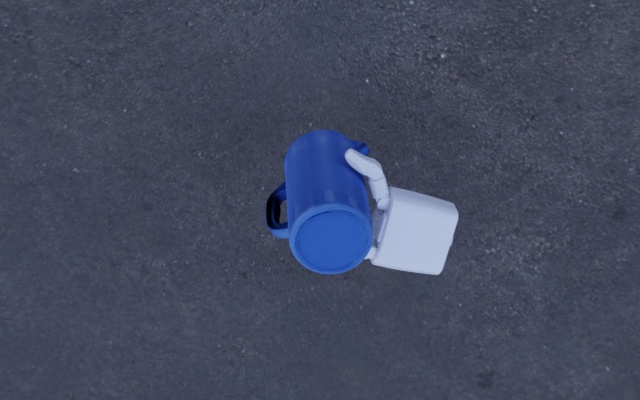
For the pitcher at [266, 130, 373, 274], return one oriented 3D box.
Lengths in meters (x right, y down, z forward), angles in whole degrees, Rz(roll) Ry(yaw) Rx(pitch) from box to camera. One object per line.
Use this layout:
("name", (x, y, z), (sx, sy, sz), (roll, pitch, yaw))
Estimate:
("pitcher", (0.000, 0.002, 0.706), (0.145, 0.149, 0.242), (14, 26, -9))
